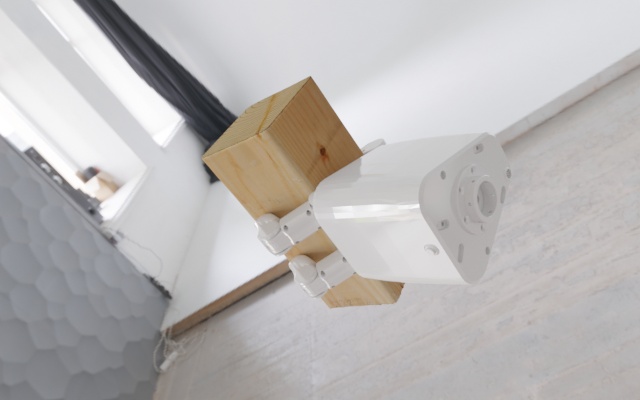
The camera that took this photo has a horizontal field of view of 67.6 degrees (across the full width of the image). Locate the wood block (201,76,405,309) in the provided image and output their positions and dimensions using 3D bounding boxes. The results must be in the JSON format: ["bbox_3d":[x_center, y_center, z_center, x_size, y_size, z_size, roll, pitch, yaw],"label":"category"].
[{"bbox_3d":[0.000,0.001,0.460,0.090,0.206,0.090,-15,32,40],"label":"wood block"}]
